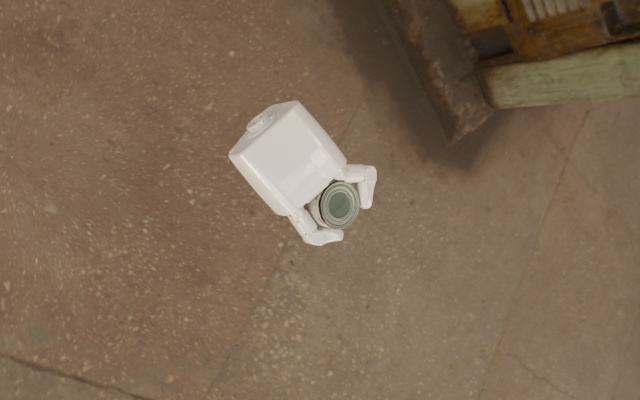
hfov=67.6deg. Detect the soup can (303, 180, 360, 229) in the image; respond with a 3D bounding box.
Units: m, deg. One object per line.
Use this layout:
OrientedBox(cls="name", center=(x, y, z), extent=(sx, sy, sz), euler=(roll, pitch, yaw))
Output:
OrientedBox(cls="soup can", center=(0.000, 0.003, 0.680), extent=(0.068, 0.068, 0.102), euler=(0, 4, -33))
